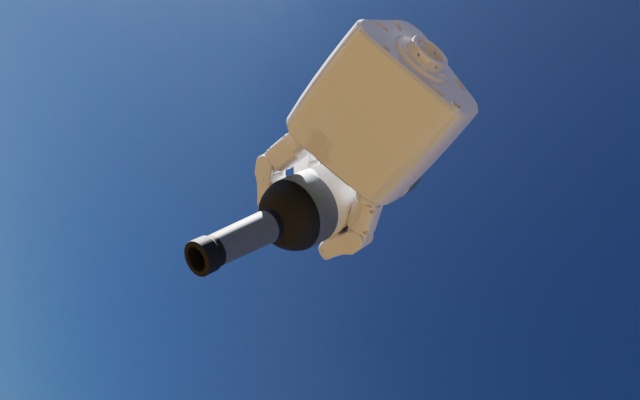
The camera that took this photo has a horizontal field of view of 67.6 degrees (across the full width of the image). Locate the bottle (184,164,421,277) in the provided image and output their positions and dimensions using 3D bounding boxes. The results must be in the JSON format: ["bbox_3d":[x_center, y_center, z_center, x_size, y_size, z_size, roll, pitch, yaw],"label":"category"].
[{"bbox_3d":[0.000,0.001,0.449,0.069,0.069,0.295,0,16,39],"label":"bottle"}]
